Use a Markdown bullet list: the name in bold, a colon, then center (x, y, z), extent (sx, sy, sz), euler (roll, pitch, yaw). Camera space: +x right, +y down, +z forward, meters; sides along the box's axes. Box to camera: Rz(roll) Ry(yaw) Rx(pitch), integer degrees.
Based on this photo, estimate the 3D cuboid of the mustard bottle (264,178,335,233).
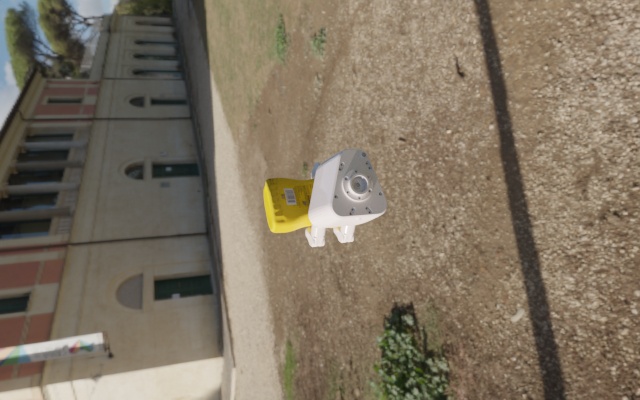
- **mustard bottle**: center (0.000, 0.003, 0.847), extent (0.191, 0.096, 0.058), euler (-4, -32, -18)
